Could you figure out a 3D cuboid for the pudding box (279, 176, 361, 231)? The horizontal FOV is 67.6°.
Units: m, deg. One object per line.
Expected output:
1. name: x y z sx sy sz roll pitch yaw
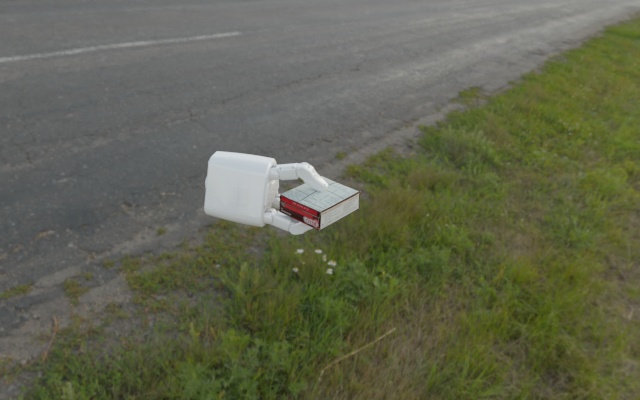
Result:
1. pudding box: 0.000 0.002 0.802 0.090 0.039 0.113 24 35 33
